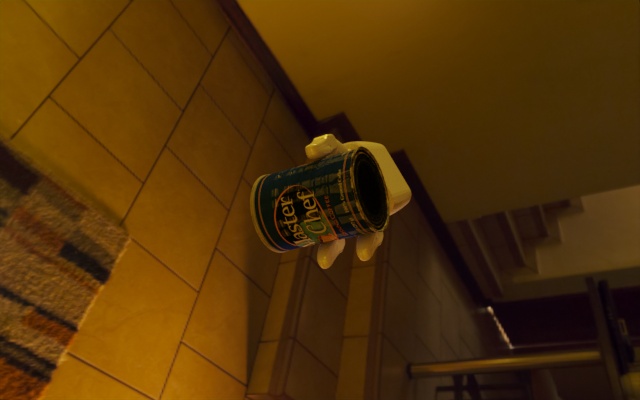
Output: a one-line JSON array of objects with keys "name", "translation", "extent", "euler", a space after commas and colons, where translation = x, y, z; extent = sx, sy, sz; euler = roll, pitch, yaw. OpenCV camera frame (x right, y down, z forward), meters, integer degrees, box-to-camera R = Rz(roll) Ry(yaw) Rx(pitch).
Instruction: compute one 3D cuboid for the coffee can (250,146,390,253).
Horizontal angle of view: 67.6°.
[{"name": "coffee can", "translation": [0.000, 0.002, 0.585], "extent": [0.140, 0.103, 0.103], "euler": [-14, -7, 27]}]
